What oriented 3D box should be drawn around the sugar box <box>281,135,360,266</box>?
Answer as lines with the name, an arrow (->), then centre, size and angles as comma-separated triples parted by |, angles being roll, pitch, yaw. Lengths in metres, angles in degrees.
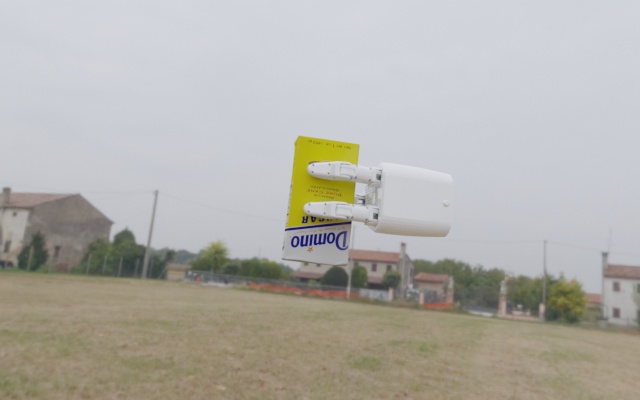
sugar box -> 0.000, 0.002, 0.682 | 0.093, 0.176, 0.048 | 7, -10, -9
